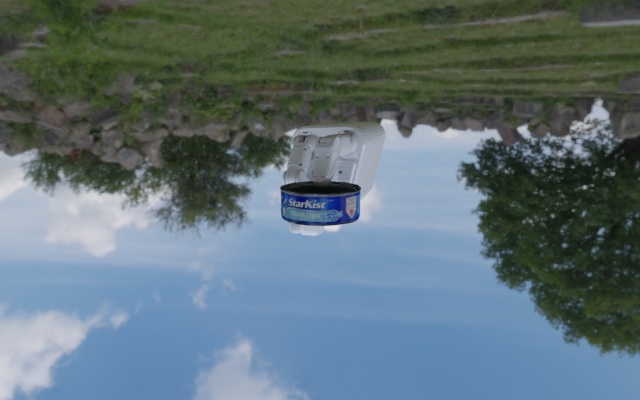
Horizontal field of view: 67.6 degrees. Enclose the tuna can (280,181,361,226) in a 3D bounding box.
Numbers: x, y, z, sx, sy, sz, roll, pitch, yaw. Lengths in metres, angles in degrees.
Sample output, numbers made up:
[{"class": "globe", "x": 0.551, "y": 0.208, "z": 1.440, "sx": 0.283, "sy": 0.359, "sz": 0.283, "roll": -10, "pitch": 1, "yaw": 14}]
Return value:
[{"class": "tuna can", "x": 0.000, "y": 0.002, "z": 0.507, "sx": 0.086, "sy": 0.034, "sz": 0.086, "roll": 0, "pitch": 11, "yaw": 0}]
